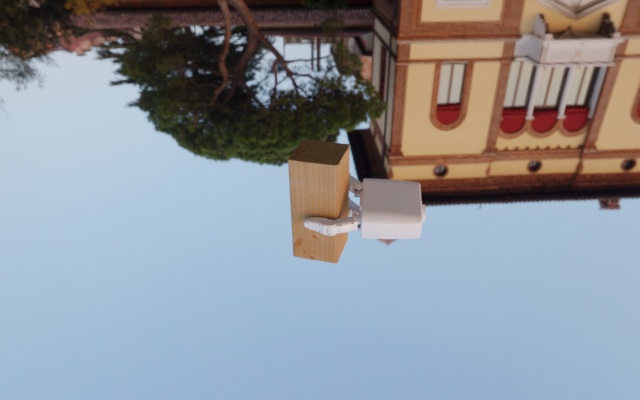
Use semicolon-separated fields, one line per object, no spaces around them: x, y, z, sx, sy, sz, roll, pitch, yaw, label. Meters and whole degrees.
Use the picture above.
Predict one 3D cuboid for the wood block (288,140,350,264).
0.000;0.003;0.883;0.090;0.206;0.090;8;32;15;wood block
